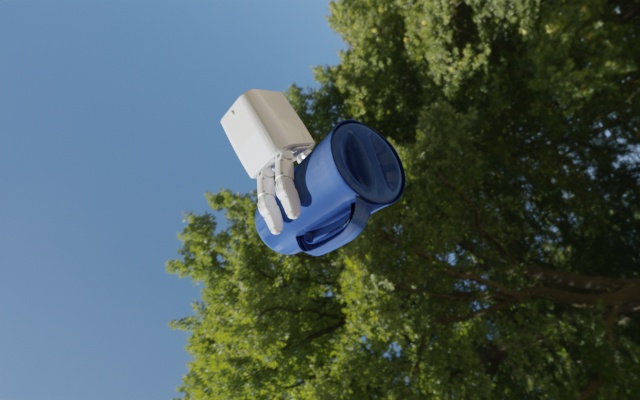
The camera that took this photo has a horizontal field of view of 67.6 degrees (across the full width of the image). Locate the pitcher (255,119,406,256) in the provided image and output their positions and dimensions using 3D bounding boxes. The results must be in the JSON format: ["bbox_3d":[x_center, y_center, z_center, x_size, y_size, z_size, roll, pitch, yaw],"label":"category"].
[{"bbox_3d":[0.000,0.002,0.724,0.149,0.145,0.243,-27,-7,-45],"label":"pitcher"}]
